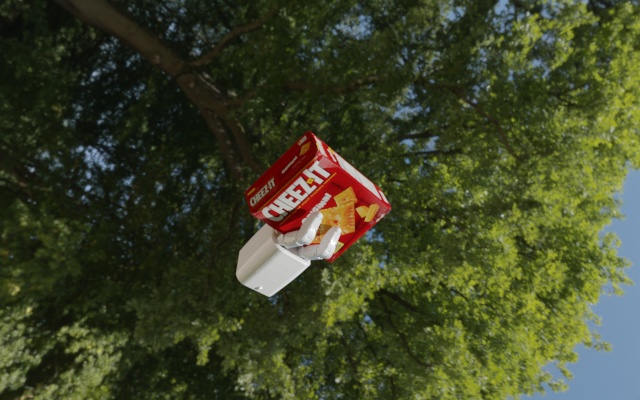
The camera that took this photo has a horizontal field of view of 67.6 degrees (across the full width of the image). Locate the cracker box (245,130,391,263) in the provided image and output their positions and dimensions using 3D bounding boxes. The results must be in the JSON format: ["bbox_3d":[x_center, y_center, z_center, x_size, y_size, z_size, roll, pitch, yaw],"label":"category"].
[{"bbox_3d":[0.000,0.003,0.859,0.214,0.164,0.072,35,20,-37],"label":"cracker box"}]
